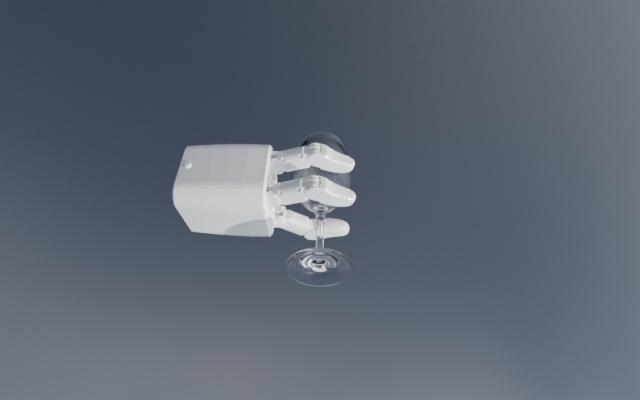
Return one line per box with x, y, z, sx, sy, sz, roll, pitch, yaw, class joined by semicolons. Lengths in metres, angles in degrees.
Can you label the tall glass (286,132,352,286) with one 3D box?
0.000;0.003;0.598;0.079;0.200;0.079;1;-42;1;tall glass
